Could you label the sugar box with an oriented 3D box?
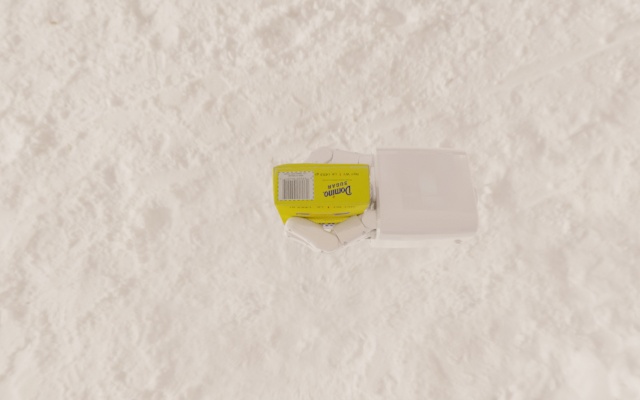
[{"bbox_3d":[0.000,0.002,0.533,0.093,0.048,0.176,0,-13,0],"label":"sugar box"}]
